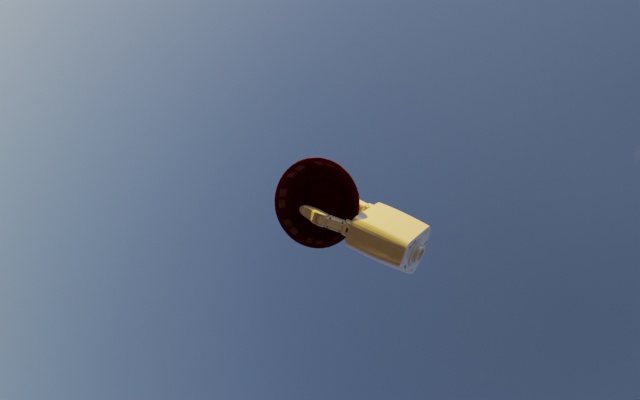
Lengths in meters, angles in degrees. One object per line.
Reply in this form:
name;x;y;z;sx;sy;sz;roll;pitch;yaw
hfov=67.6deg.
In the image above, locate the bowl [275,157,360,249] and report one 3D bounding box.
bowl;-0.001;0.002;0.866;0.162;0.162;0.055;0;5;20
